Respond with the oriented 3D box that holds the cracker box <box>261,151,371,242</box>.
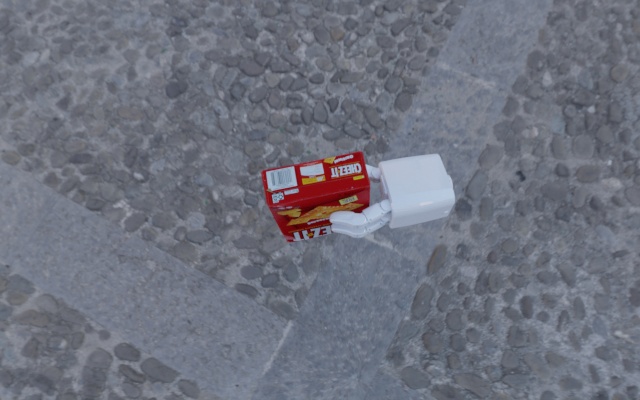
[{"bbox_3d":[0.000,0.002,0.830,0.164,0.072,0.214,-11,-21,0],"label":"cracker box"}]
